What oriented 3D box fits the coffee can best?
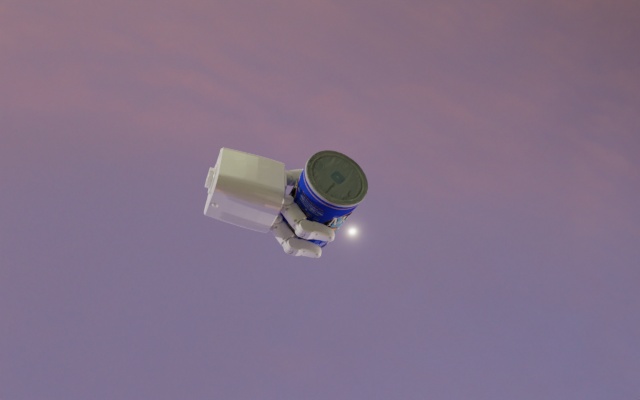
[{"bbox_3d":[0.000,0.002,0.769,0.103,0.102,0.140,0,-34,-27],"label":"coffee can"}]
